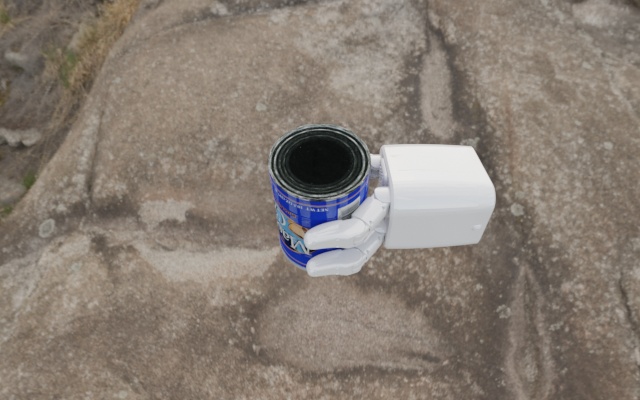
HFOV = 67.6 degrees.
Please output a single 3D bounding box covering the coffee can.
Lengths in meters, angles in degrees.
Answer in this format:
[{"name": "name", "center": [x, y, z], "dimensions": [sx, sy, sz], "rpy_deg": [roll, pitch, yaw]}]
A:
[{"name": "coffee can", "center": [0.000, 0.002, 0.526], "dimensions": [0.103, 0.102, 0.140], "rpy_deg": [0, -37, 1]}]
